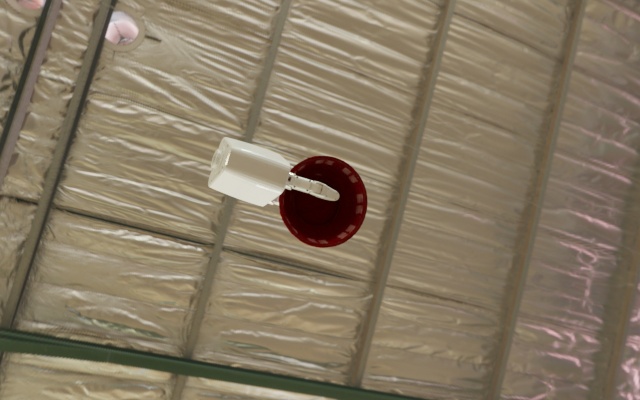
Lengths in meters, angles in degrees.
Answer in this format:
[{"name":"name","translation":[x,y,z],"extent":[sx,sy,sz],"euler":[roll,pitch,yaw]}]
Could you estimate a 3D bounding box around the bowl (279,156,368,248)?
[{"name":"bowl","translation":[0.001,0.004,0.857],"extent":[0.162,0.162,0.055],"euler":[0,-2,-15]}]
